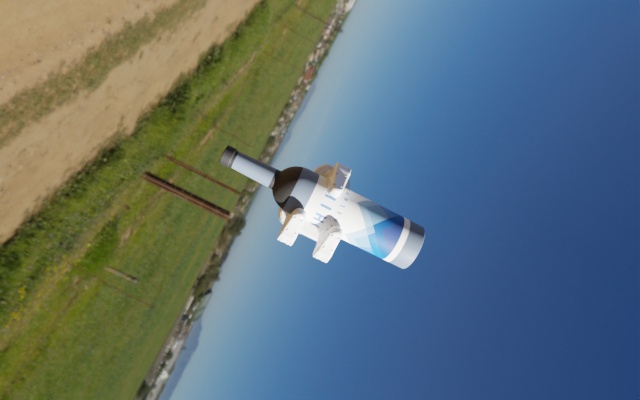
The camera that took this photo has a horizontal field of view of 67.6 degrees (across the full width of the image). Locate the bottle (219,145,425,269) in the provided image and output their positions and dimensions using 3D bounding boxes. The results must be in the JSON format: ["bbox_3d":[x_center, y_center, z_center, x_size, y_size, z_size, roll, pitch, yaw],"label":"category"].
[{"bbox_3d":[0.000,0.002,0.662,0.296,0.069,0.069,26,-3,-7],"label":"bottle"}]
